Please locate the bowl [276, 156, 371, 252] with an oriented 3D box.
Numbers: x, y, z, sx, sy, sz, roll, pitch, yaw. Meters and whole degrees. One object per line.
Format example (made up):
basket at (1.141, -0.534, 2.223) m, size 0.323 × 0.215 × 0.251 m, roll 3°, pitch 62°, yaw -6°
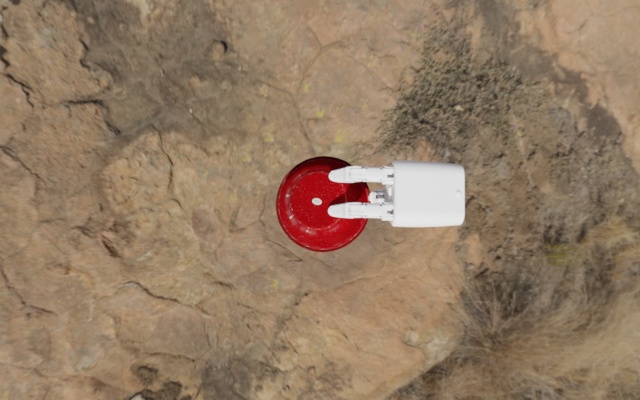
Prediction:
bowl at (-0.001, 0.003, 0.772) m, size 0.162 × 0.162 × 0.055 m, roll 0°, pitch -6°, yaw 9°
